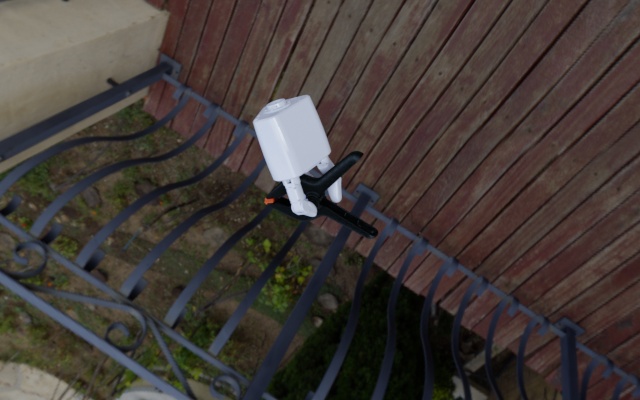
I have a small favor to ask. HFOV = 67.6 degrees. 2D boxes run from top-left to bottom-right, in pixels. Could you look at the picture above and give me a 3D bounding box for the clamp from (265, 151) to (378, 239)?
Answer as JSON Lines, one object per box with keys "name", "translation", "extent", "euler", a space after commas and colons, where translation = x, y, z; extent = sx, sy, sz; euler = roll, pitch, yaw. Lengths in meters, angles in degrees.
{"name": "clamp", "translation": [-0.001, 0.003, 0.849], "extent": [0.210, 0.165, 0.036], "euler": [-7, 25, 28]}
